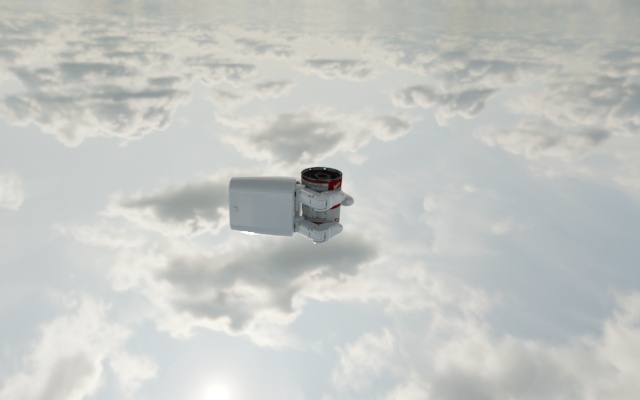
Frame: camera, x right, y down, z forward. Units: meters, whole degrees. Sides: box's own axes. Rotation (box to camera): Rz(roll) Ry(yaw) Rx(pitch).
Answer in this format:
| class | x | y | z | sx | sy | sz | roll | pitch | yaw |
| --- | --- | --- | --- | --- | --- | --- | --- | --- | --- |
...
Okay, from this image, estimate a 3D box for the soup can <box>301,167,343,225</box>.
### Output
| class | x | y | z | sx | sy | sz | roll | pitch | yaw |
| --- | --- | --- | --- | --- | --- | --- | --- | --- | --- |
| soup can | 0.001 | 0.003 | 0.789 | 0.068 | 0.102 | 0.068 | 2 | 21 | -1 |
